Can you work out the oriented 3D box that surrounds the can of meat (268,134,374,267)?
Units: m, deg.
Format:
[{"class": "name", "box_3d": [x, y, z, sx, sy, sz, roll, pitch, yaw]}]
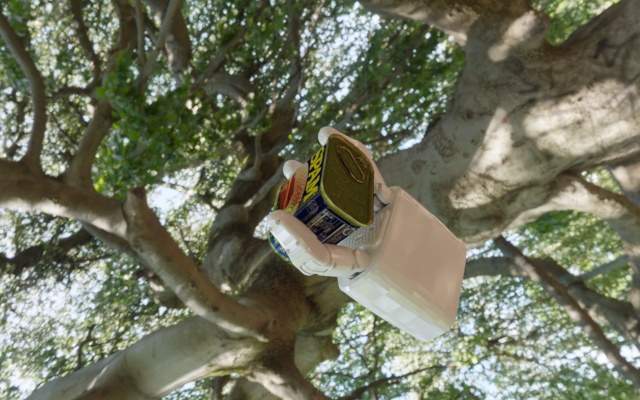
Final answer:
[{"class": "can of meat", "box_3d": [0.000, 0.002, 0.439, 0.057, 0.102, 0.084, 35, -54, -21]}]
